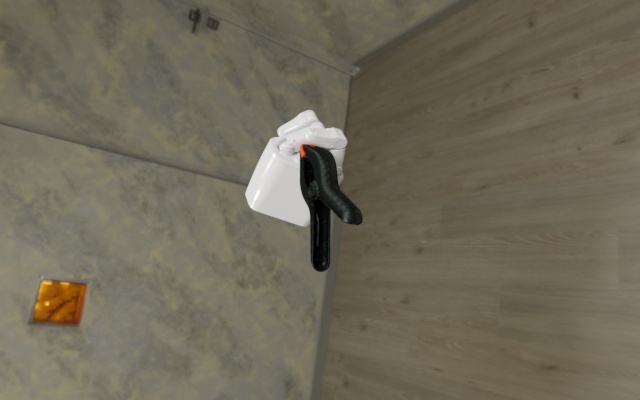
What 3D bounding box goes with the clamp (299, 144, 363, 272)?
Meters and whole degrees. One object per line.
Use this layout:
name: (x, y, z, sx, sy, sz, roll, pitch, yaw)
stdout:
clamp: (0.000, 0.002, 0.612, 0.039, 0.171, 0.120, 9, -49, -27)
